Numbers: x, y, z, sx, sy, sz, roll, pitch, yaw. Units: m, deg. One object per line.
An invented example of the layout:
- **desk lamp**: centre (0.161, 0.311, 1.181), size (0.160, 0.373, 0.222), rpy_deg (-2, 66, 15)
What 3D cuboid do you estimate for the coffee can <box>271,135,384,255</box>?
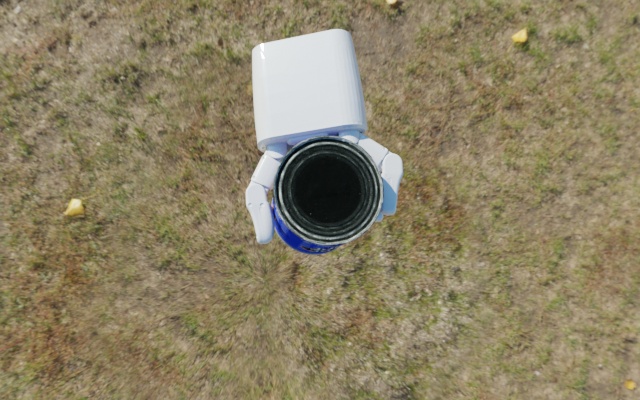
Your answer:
- **coffee can**: centre (0.000, 0.002, 0.501), size (0.103, 0.103, 0.140), rpy_deg (0, -10, -7)
